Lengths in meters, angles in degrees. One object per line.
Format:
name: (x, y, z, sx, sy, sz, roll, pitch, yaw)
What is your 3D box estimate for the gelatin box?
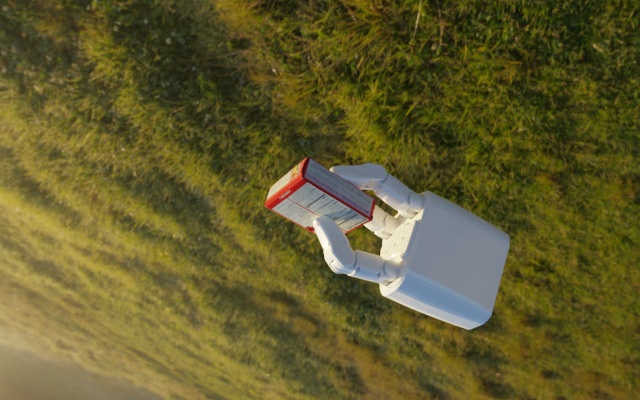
gelatin box: (0.000, 0.002, 0.487, 0.089, 0.030, 0.073, 30, -37, -22)
